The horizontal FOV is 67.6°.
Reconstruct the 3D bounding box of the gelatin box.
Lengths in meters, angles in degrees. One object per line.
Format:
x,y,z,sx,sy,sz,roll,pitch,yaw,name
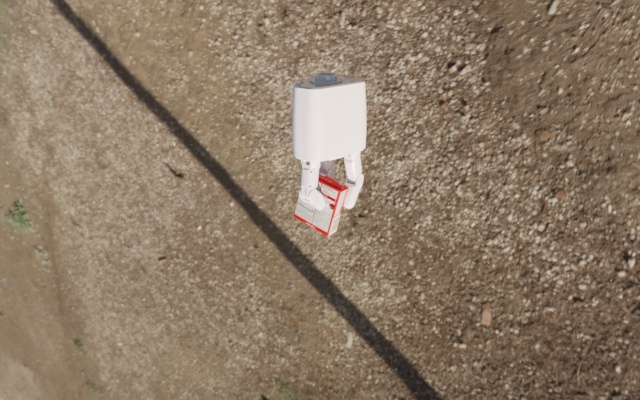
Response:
0.000,0.003,0.776,0.073,0.089,0.030,28,31,25,gelatin box
